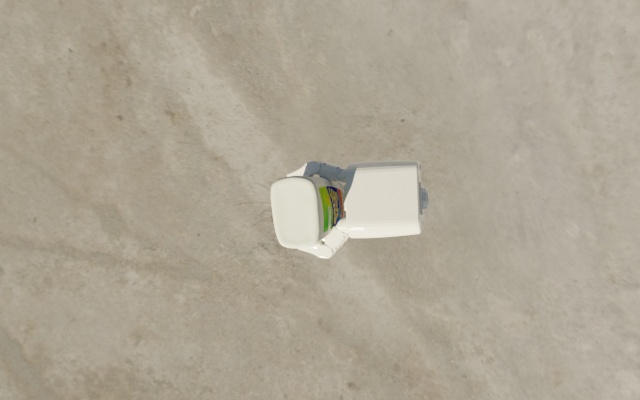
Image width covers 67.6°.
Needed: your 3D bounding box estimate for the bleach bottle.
[{"bbox_3d":[0.000,0.003,0.756,0.068,0.102,0.251,-3,7,17],"label":"bleach bottle"}]
